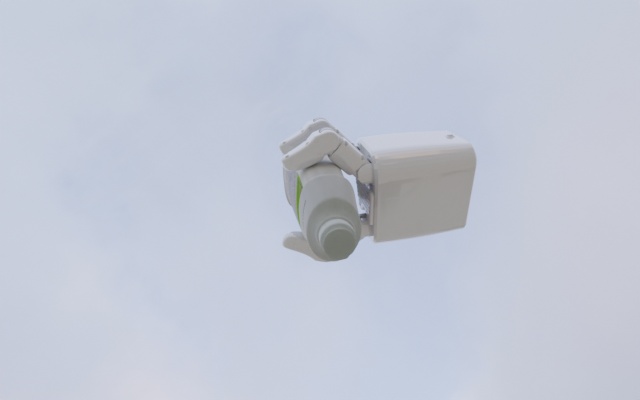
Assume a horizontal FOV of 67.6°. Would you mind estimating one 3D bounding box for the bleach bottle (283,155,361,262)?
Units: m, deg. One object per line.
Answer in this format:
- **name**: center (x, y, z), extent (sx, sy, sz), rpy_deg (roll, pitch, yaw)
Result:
- **bleach bottle**: center (0.000, 0.002, 0.509), extent (0.068, 0.103, 0.250), rpy_deg (-7, 21, -5)
